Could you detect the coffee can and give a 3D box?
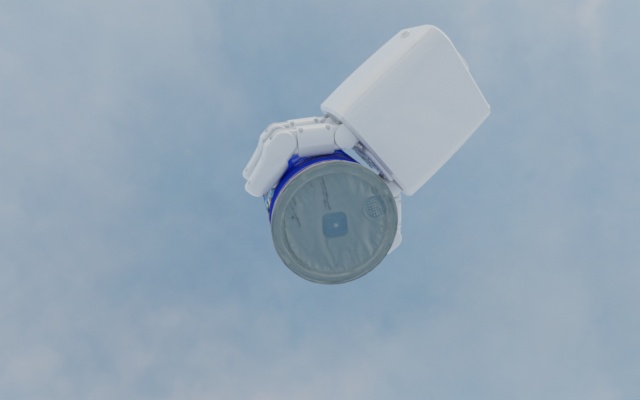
[{"bbox_3d":[0.000,0.002,0.441,0.103,0.103,0.140,0,15,-11],"label":"coffee can"}]
